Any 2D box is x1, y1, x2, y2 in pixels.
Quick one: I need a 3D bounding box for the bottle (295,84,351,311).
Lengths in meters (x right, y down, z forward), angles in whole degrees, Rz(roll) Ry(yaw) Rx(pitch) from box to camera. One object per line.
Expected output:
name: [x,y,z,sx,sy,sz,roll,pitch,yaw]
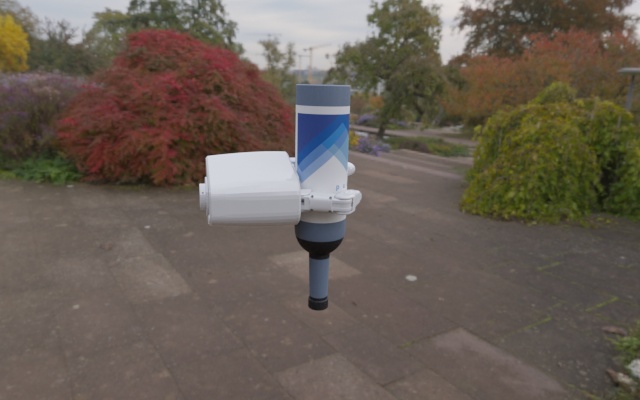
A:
bottle: [0.000,0.002,0.617,0.069,0.296,0.069,1,14,0]
